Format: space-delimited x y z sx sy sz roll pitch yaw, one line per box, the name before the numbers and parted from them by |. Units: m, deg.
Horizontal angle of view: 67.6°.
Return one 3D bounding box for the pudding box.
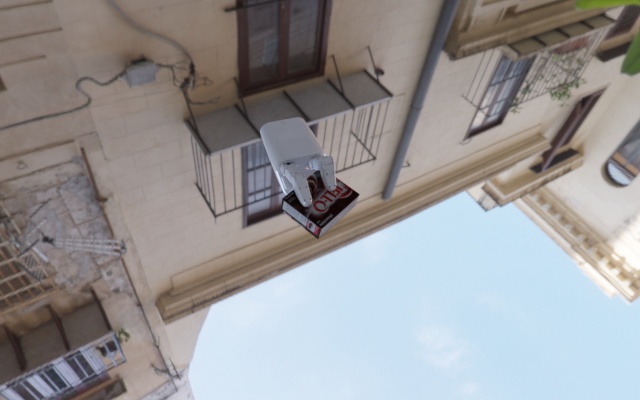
pudding box | 0.000 0.003 0.840 0.090 0.039 0.113 36 56 19
